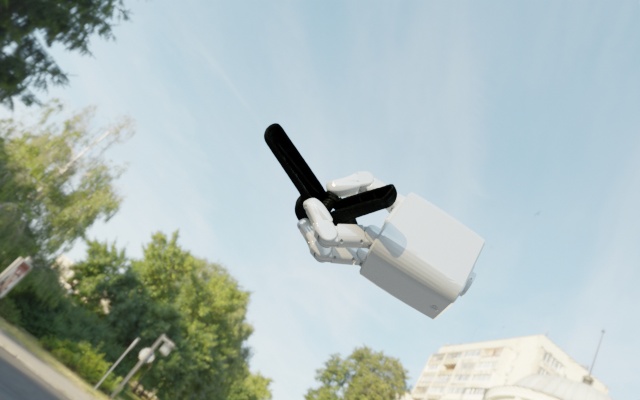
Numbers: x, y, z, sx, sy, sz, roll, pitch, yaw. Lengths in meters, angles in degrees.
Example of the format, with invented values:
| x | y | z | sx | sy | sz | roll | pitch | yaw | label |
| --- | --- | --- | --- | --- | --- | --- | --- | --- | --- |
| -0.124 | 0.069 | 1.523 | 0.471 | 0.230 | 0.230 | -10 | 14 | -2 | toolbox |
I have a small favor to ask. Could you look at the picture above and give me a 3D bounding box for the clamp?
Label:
| x | y | z | sx | sy | sz | roll | pitch | yaw | label |
| --- | --- | --- | --- | --- | --- | --- | --- | --- | --- |
| 0.001 | 0.002 | 0.582 | 0.164 | 0.036 | 0.210 | 34 | -27 | 13 | clamp |
